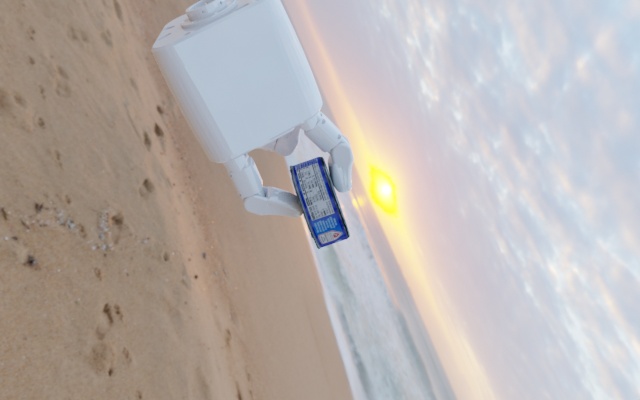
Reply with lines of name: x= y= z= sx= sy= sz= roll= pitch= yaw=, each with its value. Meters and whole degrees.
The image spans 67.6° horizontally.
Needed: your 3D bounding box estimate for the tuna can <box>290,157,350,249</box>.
tuna can: x=0.001 y=0.001 z=0.464 sx=0.034 sy=0.086 sz=0.086 roll=-19 pitch=-1 yaw=3
